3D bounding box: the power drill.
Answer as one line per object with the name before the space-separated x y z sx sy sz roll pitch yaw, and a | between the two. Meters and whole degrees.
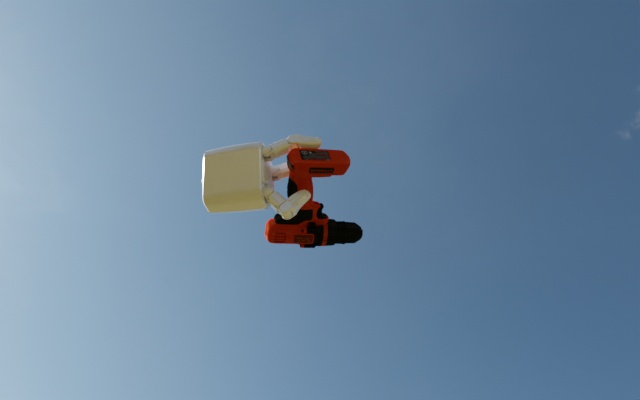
power drill | 0.000 0.002 0.850 0.184 0.188 0.057 1 32 -15
